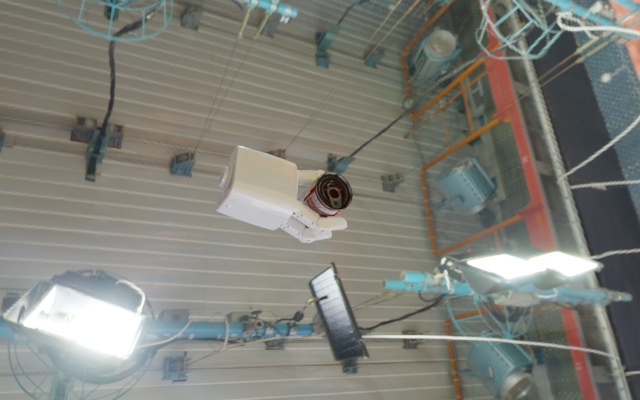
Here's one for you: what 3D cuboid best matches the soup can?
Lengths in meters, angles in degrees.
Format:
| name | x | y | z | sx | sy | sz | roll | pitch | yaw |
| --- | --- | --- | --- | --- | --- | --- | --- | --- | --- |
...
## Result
| name | x | y | z | sx | sy | sz | roll | pitch | yaw |
| --- | --- | --- | --- | --- | --- | --- | --- | --- | --- |
| soup can | 0.000 | 0.003 | 0.813 | 0.068 | 0.068 | 0.102 | 0 | -22 | -29 |
